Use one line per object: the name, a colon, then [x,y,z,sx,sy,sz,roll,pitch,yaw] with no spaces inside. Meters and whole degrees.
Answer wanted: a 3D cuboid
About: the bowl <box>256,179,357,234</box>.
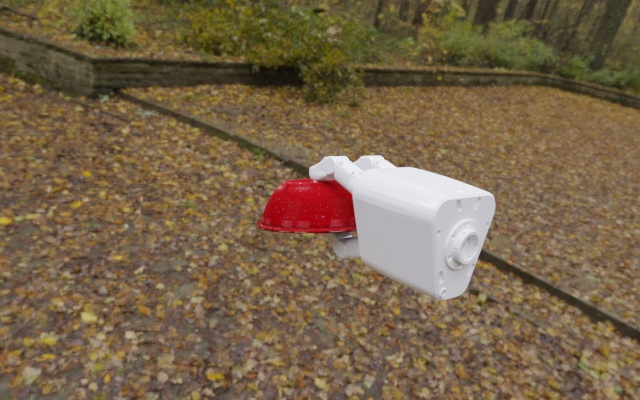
bowl: [-0.001,0.001,0.596,0.162,0.055,0.162,-2,5,0]
